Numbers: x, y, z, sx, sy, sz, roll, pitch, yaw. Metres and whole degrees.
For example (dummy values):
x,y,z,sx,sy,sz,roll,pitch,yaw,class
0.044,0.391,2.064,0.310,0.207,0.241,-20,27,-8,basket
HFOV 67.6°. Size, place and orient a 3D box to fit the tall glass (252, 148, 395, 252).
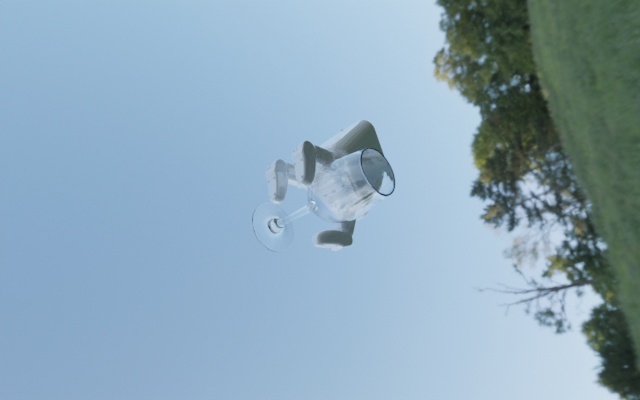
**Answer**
x,y,z,sx,sy,sz,roll,pitch,yaw,class
0.000,0.002,0.618,0.079,0.079,0.201,0,-21,-46,tall glass
